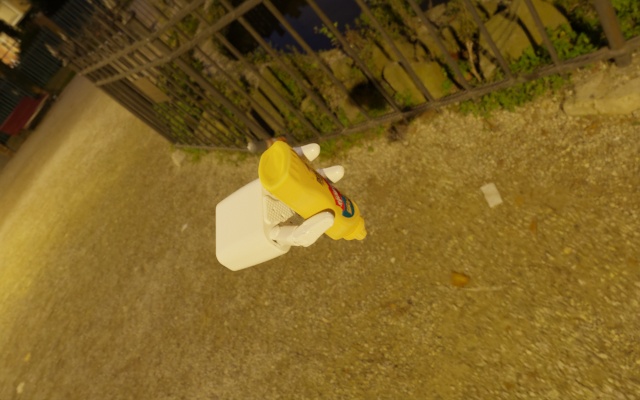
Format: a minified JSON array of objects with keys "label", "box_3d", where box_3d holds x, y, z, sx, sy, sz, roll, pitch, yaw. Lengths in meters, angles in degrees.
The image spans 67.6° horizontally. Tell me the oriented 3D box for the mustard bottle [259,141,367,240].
[{"label":"mustard bottle","box_3d":[0.000,0.002,0.666,0.192,0.058,0.096,39,16,-33]}]
